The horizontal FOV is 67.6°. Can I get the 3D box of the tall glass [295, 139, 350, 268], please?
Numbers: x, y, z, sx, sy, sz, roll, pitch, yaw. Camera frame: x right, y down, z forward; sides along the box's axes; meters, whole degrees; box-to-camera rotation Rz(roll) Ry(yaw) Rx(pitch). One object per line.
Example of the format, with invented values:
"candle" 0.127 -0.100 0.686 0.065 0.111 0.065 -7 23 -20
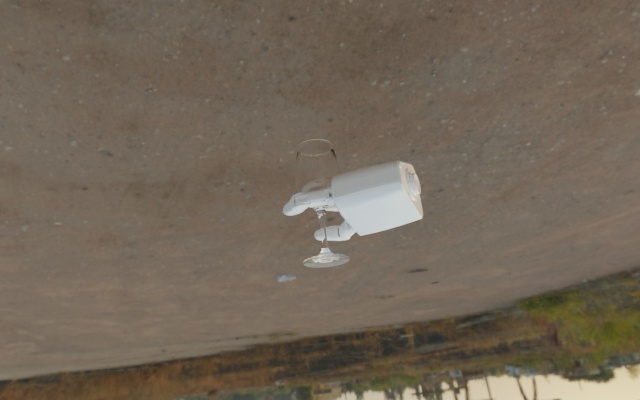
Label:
"tall glass" 0.000 0.003 0.778 0.079 0.201 0.079 -5 -21 -2
